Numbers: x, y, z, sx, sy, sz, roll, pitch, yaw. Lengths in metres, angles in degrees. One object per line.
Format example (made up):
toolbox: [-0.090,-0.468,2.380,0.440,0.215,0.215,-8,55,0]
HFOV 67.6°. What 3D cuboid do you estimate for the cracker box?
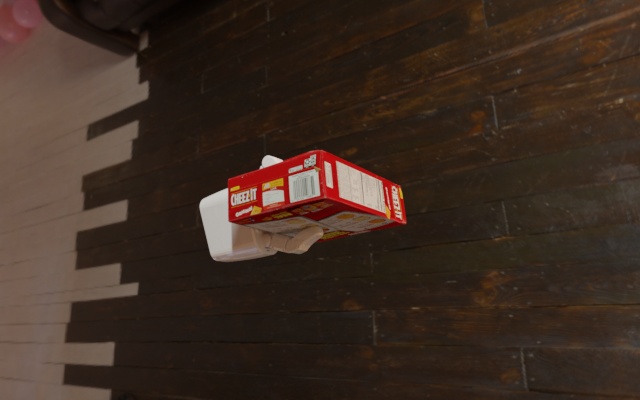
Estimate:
cracker box: [0.000,0.002,0.686,0.164,0.072,0.214,-15,-19,33]
